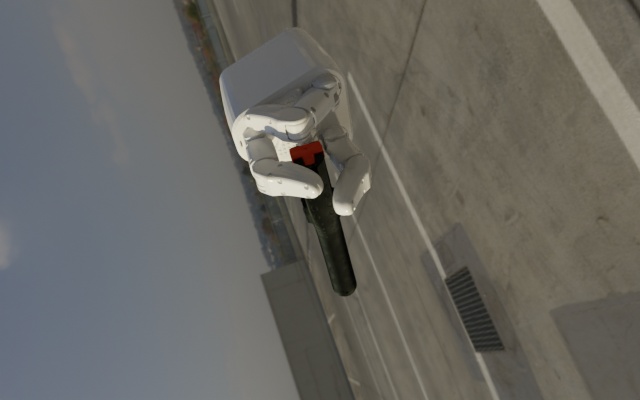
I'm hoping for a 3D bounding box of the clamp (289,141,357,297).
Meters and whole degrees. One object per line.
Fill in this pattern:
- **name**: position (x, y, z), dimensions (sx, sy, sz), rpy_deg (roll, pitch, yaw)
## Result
- **clamp**: position (-0.001, 0.002, 0.463), dimensions (0.039, 0.172, 0.120), rpy_deg (-19, 43, -6)
